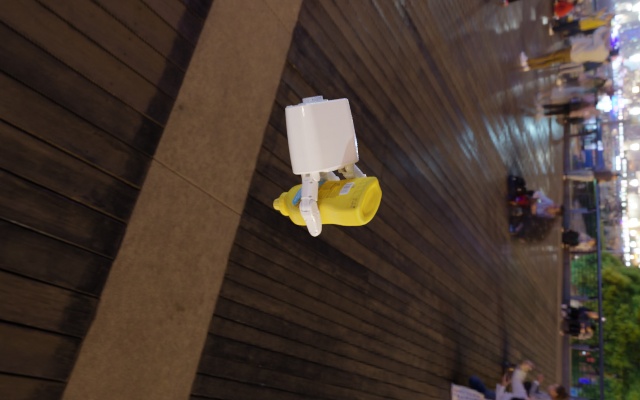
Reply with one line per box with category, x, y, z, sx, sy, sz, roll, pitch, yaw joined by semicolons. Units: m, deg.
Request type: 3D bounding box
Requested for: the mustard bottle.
mustard bottle;0.000;0.003;0.809;0.191;0.058;0.096;-2;36;32
